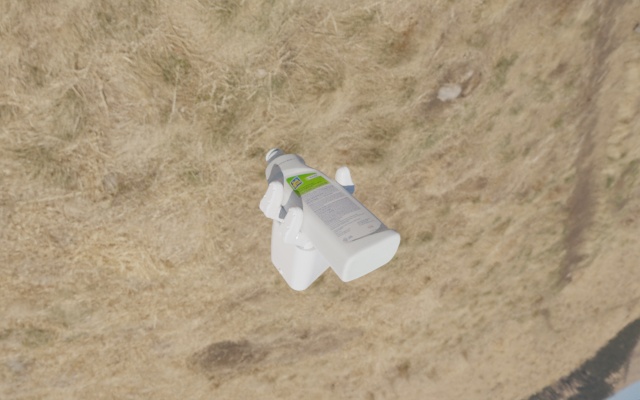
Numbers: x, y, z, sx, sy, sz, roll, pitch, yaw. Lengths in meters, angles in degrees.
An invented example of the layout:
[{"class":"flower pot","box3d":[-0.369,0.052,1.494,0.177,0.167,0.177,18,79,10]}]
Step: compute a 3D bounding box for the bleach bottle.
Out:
[{"class":"bleach bottle","box3d":[0.000,0.002,0.716,0.102,0.068,0.250,-21,52,-29]}]
